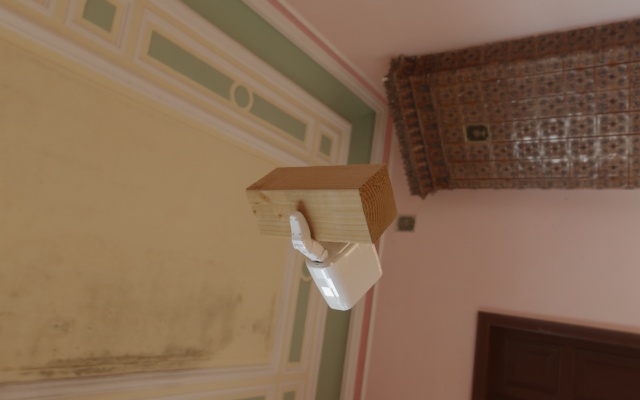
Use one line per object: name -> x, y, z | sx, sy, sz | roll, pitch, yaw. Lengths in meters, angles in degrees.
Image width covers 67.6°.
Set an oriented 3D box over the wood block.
wood block -> 0.000, 0.003, 0.733 | 0.206, 0.090, 0.090 | 0, 28, 35
